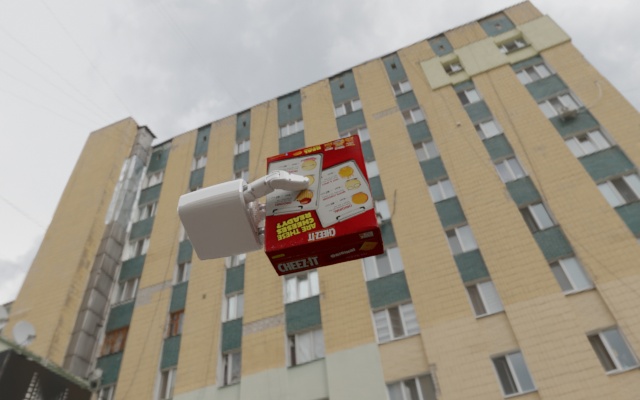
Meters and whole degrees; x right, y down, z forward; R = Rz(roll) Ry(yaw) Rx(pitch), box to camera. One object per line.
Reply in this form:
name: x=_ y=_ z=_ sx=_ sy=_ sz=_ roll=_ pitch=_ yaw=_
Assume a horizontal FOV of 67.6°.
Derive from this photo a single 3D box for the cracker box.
cracker box: x=0.000 y=0.002 z=0.748 sx=0.164 sy=0.213 sz=0.072 roll=-13 pitch=-46 yaw=7
